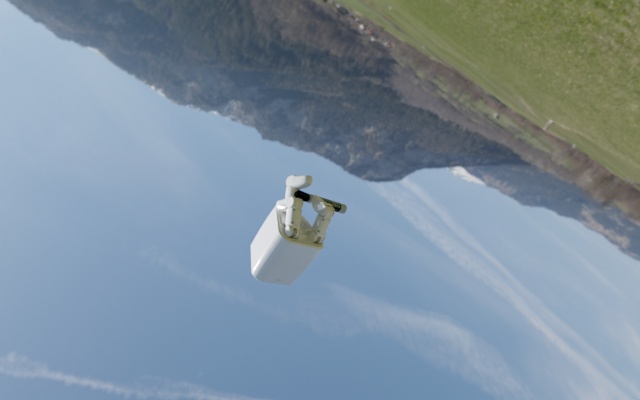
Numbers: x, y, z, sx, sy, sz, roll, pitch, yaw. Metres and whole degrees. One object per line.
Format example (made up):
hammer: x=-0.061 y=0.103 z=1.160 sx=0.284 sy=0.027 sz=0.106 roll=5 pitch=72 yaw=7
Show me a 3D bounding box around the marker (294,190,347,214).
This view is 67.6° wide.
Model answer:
marker: x=0.000 y=0.003 z=0.896 sx=0.121 sy=0.020 sz=0.020 roll=17 pitch=-11 yaw=-38
